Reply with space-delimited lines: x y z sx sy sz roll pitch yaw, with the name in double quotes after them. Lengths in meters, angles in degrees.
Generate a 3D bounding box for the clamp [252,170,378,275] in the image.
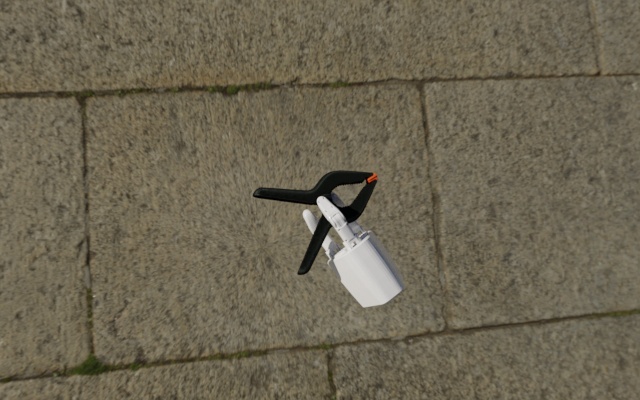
0.001 0.002 0.818 0.210 0.164 0.036 -37 -3 -9 "clamp"
